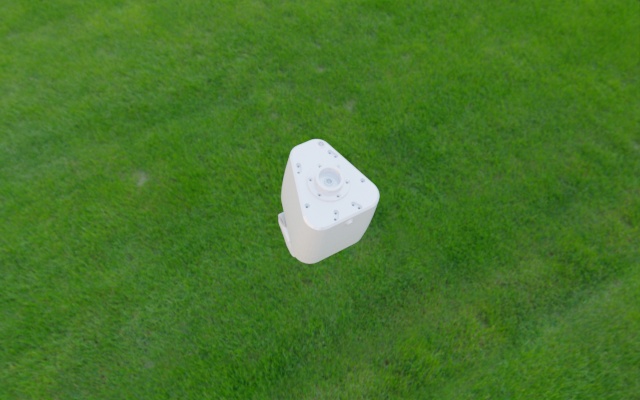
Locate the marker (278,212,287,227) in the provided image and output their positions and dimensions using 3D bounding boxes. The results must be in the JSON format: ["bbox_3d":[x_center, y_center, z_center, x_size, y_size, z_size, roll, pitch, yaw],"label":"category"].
[{"bbox_3d":[0.000,0.002,0.646,0.121,0.020,0.020,-26,9,-19],"label":"marker"}]
